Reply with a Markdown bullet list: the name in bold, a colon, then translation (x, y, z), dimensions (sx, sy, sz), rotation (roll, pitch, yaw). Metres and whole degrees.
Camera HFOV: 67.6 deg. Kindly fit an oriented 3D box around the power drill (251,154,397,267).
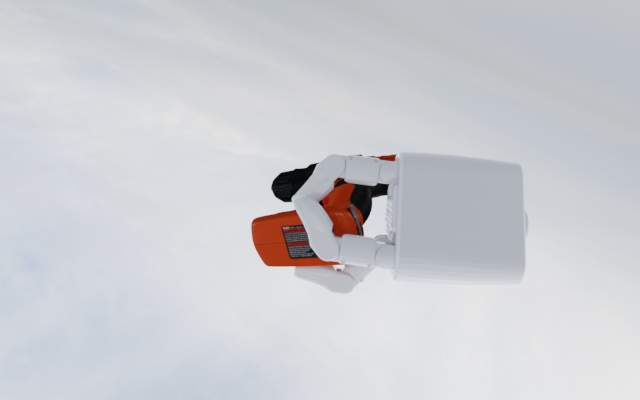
- **power drill**: translation (0.000, 0.002, 0.518), dimensions (0.184, 0.057, 0.187), rotation (-8, 22, 25)
